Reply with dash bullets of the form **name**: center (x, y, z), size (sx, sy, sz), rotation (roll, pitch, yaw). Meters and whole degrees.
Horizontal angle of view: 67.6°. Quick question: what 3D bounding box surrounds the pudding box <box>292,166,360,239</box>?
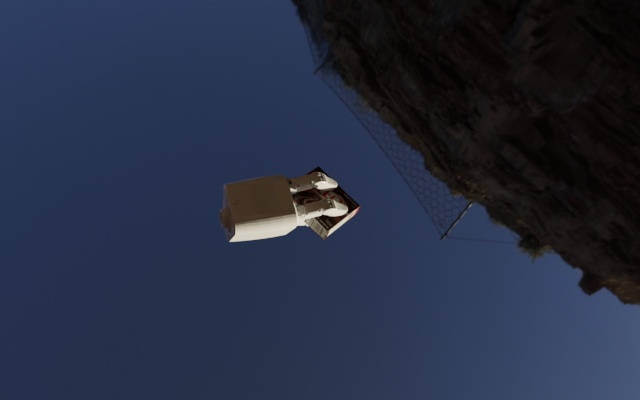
- **pudding box**: center (0.000, 0.003, 0.862), size (0.090, 0.113, 0.039), rotation (-36, -15, -33)
